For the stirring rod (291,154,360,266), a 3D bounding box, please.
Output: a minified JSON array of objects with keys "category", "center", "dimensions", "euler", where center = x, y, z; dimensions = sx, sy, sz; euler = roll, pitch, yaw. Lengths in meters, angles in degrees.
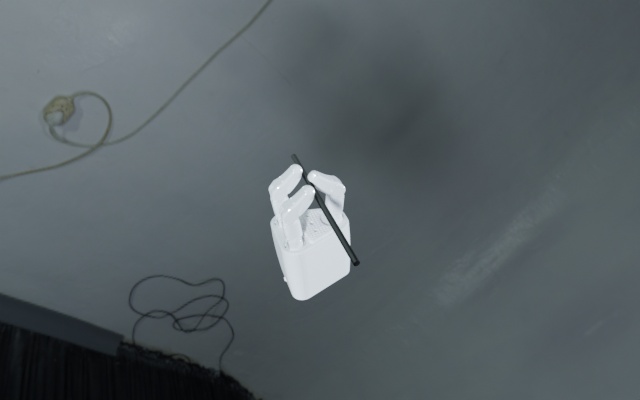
[{"category":"stirring rod","center":[0.000,0.002,0.619],"dimensions":[0.011,0.011,0.239],"euler":[0,34,-24]}]
